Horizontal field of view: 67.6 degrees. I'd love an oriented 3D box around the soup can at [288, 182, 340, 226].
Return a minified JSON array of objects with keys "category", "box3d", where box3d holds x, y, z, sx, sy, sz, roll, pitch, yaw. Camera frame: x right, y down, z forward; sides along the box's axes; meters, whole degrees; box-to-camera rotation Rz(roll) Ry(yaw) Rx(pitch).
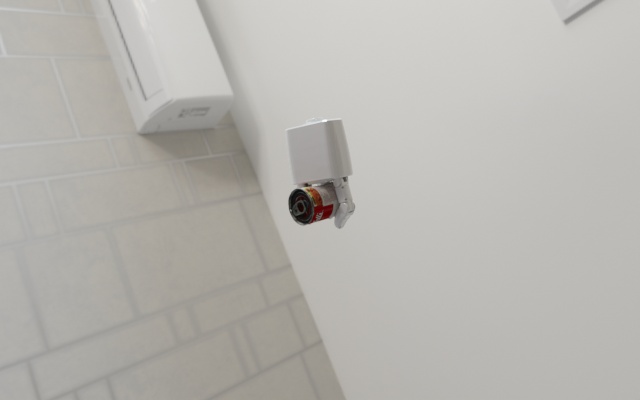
[{"category":"soup can","box3d":[0.001,0.003,0.885,0.102,0.068,0.068,-14,9,-42]}]
